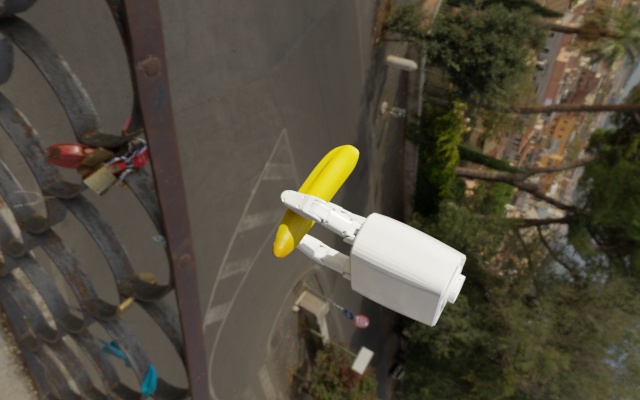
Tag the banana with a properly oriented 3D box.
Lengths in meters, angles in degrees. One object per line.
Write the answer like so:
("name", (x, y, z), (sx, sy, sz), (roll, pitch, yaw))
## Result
("banana", (0.003, -0.012, 0.589), (0.037, 0.070, 0.197), (25, 52, 17))
